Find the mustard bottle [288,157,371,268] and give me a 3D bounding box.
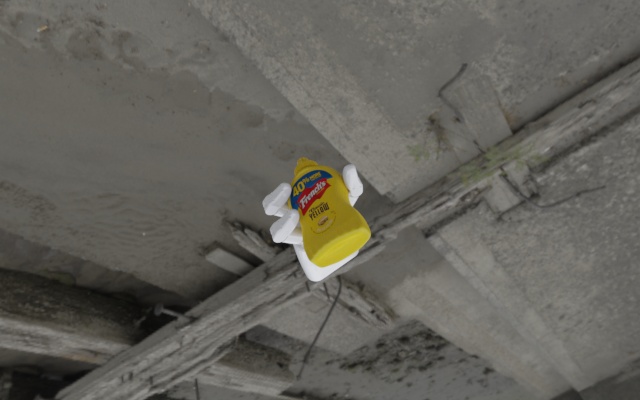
[{"bbox_3d":[0.000,0.002,0.733,0.096,0.191,0.058,-35,-41,14],"label":"mustard bottle"}]
